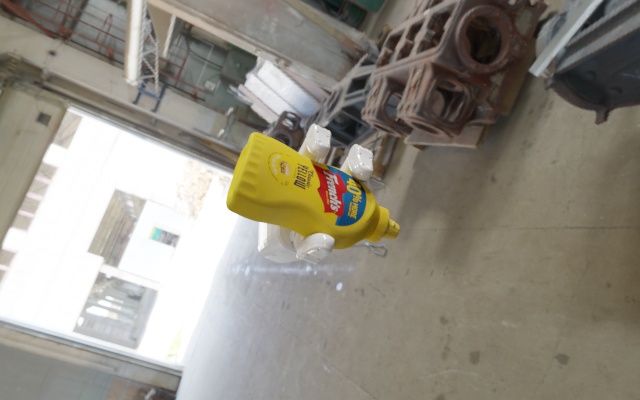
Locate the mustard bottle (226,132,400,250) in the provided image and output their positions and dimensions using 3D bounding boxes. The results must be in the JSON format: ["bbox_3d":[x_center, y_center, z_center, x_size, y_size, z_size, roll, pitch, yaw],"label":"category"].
[{"bbox_3d":[0.000,0.001,0.516,0.191,0.096,0.058,23,-46,-16],"label":"mustard bottle"}]
